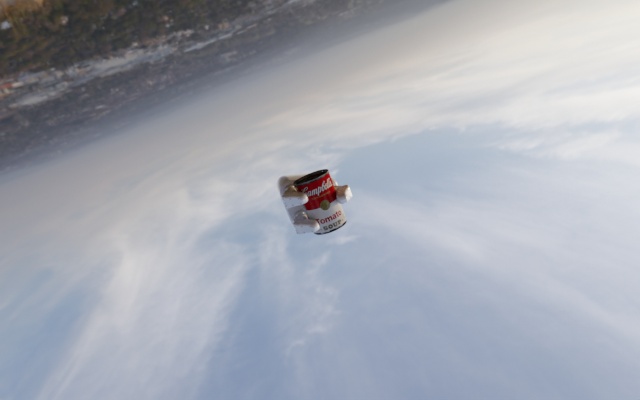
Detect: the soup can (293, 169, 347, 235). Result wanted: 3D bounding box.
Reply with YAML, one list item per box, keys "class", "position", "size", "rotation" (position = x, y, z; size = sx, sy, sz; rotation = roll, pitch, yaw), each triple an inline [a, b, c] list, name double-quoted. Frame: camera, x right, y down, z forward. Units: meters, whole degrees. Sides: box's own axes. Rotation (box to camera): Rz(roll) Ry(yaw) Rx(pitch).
- class: "soup can"
  position: [0.000, 0.003, 0.866]
  size: [0.068, 0.102, 0.068]
  rotation: [-20, 14, 5]
